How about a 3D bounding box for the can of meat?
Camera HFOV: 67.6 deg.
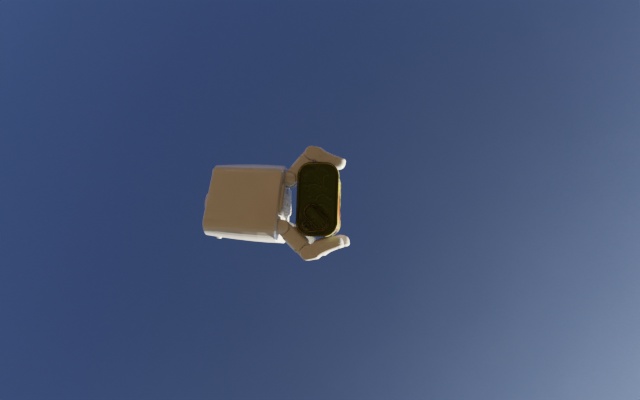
[{"bbox_3d":[0.000,0.002,0.684,0.057,0.102,0.084,1,-6,6],"label":"can of meat"}]
